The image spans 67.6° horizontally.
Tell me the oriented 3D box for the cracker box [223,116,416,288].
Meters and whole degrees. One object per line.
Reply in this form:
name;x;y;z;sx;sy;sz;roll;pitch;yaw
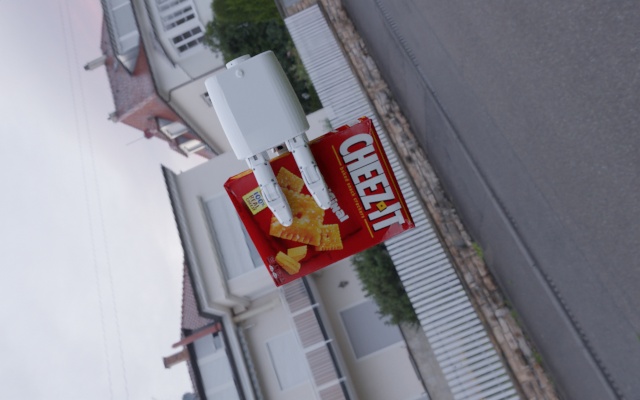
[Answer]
cracker box;0.000;0.002;0.659;0.214;0.164;0.072;-24;13;4
